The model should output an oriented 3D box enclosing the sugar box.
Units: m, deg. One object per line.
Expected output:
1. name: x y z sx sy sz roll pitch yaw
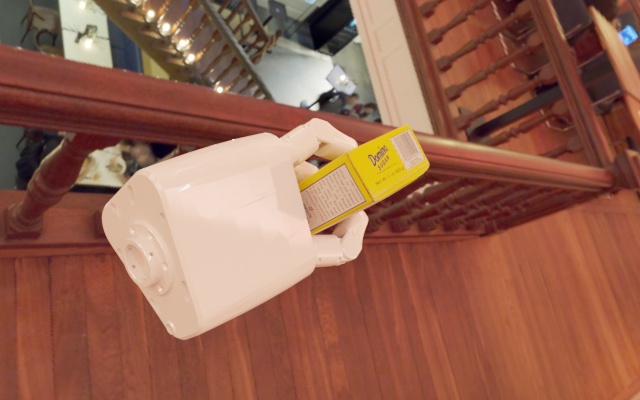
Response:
1. sugar box: 0.000 0.001 0.415 0.176 0.048 0.093 -28 0 43
